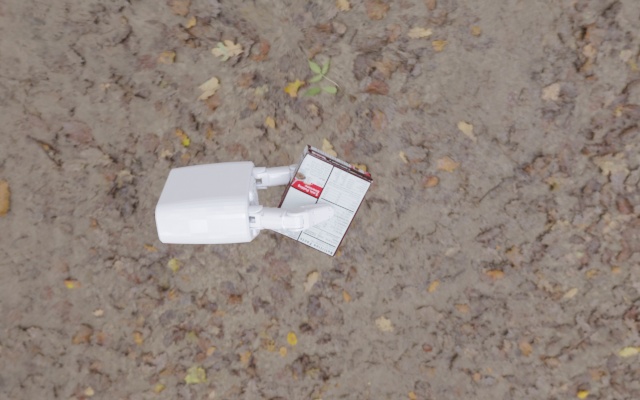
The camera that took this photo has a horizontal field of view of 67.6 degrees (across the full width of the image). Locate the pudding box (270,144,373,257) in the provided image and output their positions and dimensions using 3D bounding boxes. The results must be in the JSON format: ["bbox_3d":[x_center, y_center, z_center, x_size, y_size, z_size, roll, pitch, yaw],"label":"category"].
[{"bbox_3d":[0.000,0.002,0.585,0.090,0.113,0.039,24,18,-8],"label":"pudding box"}]
